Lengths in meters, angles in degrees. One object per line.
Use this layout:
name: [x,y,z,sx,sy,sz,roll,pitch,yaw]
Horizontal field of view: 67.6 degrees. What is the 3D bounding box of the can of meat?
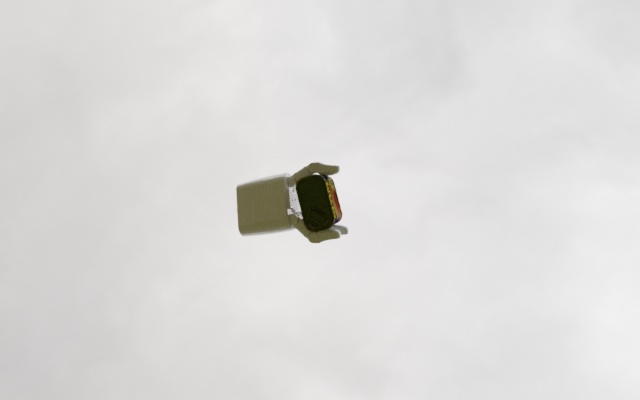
can of meat: [0.000,0.003,0.887,0.057,0.102,0.084,-14,0,15]
